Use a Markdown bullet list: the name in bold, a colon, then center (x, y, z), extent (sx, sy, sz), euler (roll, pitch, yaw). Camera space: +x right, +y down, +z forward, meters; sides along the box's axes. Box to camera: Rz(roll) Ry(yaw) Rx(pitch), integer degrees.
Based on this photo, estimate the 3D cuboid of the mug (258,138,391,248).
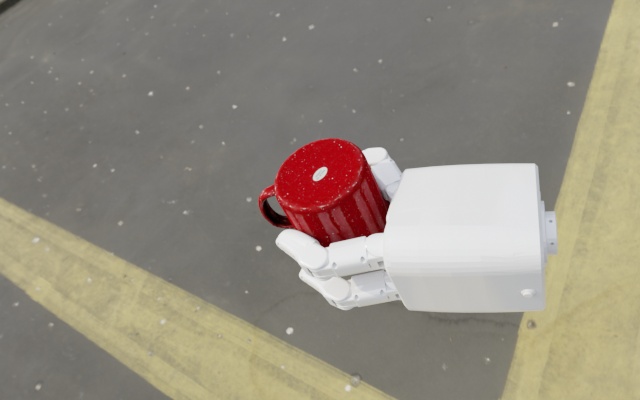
- **mug**: center (-0.001, 0.001, 0.422), extent (0.117, 0.093, 0.082), euler (-4, -39, 22)
